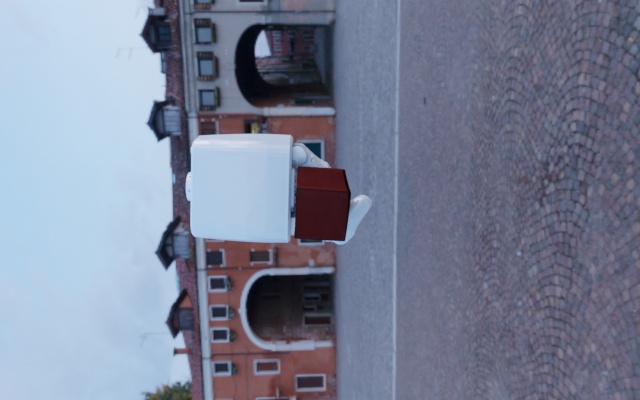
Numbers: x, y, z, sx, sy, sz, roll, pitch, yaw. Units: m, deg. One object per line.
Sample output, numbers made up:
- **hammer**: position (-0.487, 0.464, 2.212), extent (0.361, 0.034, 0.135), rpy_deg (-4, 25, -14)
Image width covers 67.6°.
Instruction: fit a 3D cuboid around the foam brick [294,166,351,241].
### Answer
- **foam brick**: position (0.000, 0.002, 0.483), extent (0.051, 0.053, 0.078), rpy_deg (4, 20, -3)
